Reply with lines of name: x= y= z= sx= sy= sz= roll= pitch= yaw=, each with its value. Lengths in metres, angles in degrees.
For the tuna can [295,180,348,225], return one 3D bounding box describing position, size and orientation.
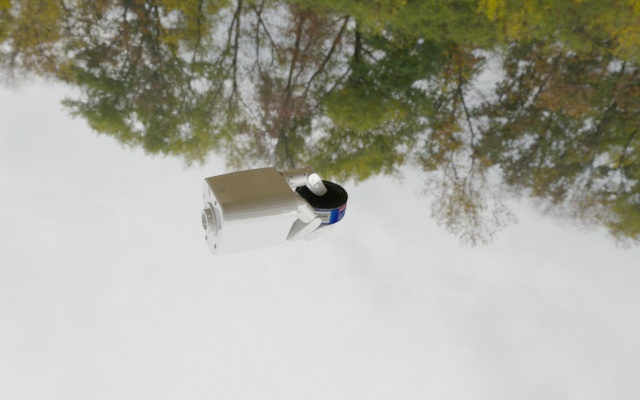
tuna can: x=0.000 y=0.003 z=0.767 sx=0.086 sy=0.034 sz=0.086 roll=5 pitch=34 yaw=-3
